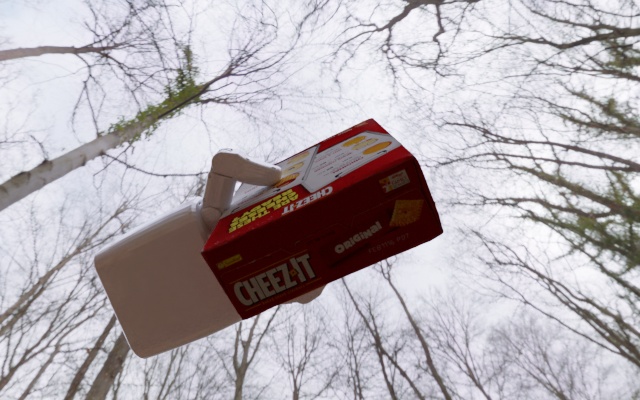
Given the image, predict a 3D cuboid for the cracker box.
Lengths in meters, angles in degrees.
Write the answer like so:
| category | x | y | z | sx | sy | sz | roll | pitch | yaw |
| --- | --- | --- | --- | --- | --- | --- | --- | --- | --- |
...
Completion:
| category | x | y | z | sx | sy | sz | roll | pitch | yaw |
| --- | --- | --- | --- | --- | --- | --- | --- | --- | --- |
| cracker box | 0.000 | 0.001 | 0.432 | 0.164 | 0.072 | 0.213 | -25 | 16 | 6 |
